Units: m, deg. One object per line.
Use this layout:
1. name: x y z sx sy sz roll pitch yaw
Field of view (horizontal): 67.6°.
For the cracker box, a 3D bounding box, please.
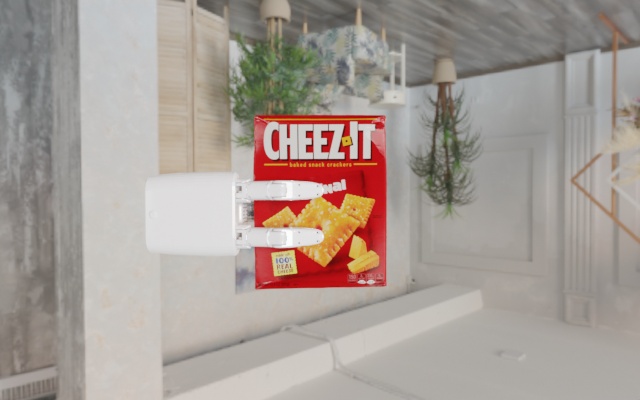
1. cracker box: 0.000 0.002 0.603 0.164 0.213 0.072 0 1 -1
